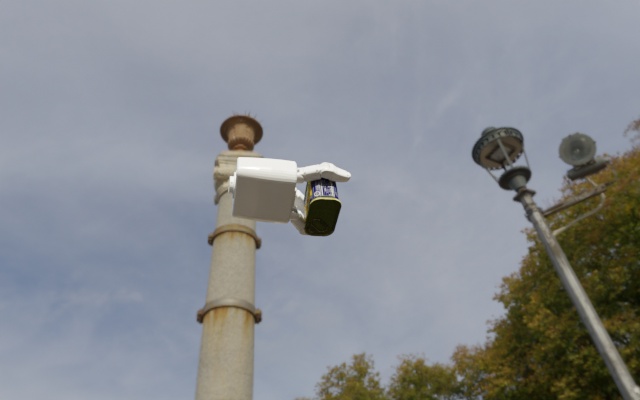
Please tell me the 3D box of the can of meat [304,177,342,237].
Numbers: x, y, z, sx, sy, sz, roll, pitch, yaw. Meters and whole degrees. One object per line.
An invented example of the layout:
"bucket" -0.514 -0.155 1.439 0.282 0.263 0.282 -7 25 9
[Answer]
"can of meat" 0.000 0.003 0.893 0.057 0.083 0.102 3 -45 -10
